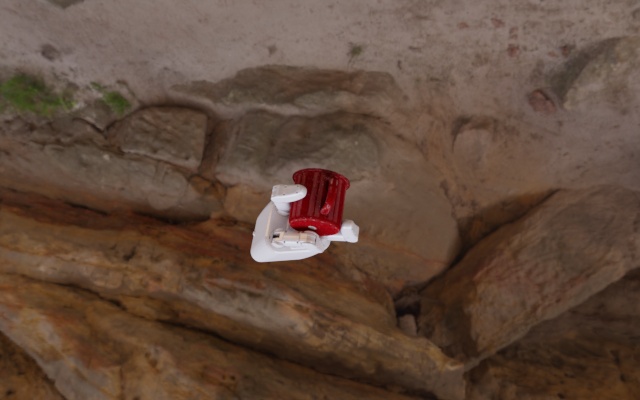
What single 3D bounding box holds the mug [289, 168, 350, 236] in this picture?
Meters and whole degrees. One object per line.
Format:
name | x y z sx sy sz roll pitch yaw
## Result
mug | 0.001 0.002 0.732 0.093 0.081 0.117 15 -22 -18
